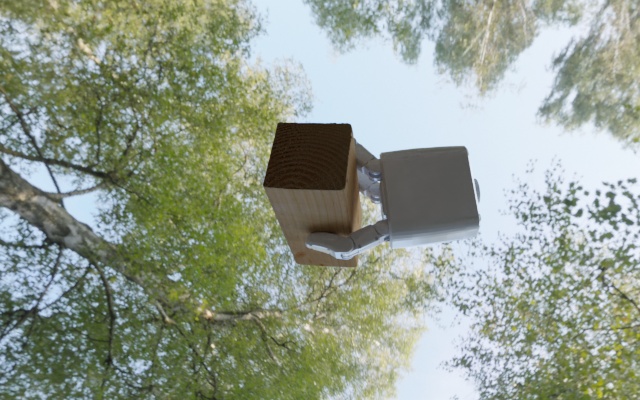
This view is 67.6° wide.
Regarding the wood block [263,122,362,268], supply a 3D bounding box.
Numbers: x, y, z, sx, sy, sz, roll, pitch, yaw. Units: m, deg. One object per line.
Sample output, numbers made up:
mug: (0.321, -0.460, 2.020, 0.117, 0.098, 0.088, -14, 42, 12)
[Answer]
wood block: (0.000, 0.002, 0.605, 0.090, 0.090, 0.206, 3, -31, 10)
